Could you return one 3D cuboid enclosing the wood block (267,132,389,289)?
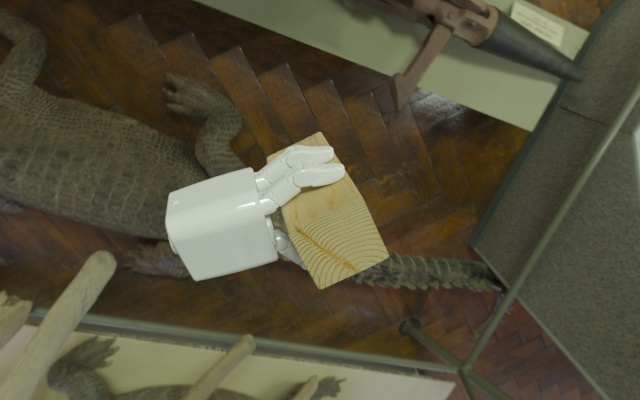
[{"bbox_3d":[0.000,0.002,0.604,0.090,0.091,0.206,-26,31,1],"label":"wood block"}]
